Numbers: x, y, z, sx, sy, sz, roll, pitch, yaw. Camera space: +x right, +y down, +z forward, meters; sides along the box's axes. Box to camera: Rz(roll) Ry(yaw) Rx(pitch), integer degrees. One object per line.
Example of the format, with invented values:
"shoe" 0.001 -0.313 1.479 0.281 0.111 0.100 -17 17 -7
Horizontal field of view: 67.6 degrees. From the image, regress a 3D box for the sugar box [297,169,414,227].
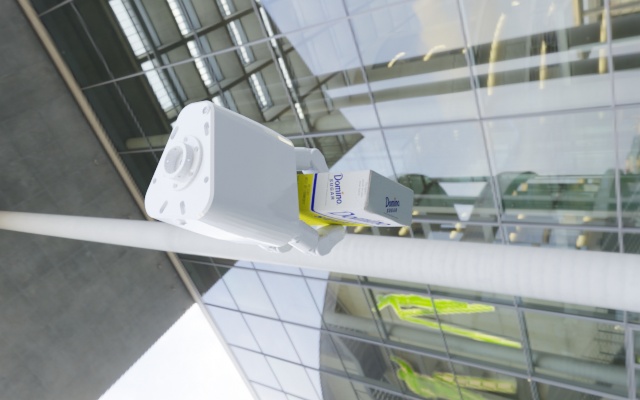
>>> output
"sugar box" 0.000 0.002 0.514 0.176 0.048 0.093 1 -11 38
